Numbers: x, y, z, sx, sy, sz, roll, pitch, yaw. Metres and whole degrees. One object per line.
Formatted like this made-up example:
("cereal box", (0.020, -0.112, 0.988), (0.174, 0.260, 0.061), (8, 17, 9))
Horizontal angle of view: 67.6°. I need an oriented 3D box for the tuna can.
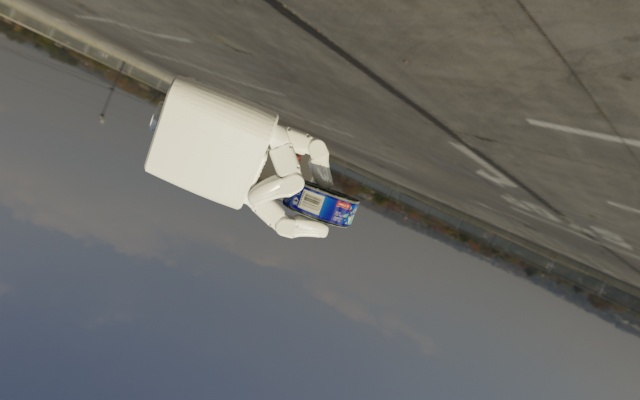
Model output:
("tuna can", (0.000, 0.002, 0.556), (0.086, 0.034, 0.086), (20, 5, -2))
